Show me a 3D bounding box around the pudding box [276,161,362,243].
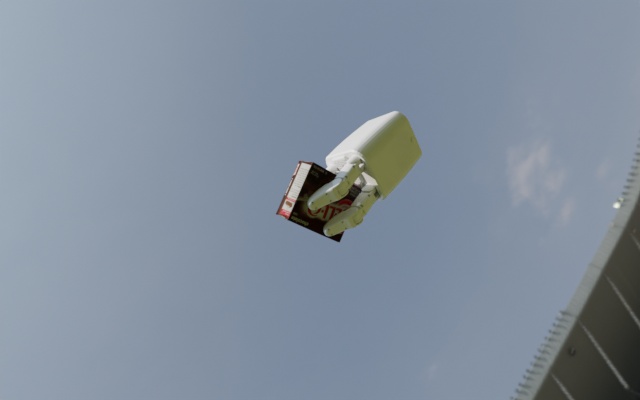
[{"bbox_3d":[0.000,0.002,0.707,0.113,0.090,0.039,26,-5,-38],"label":"pudding box"}]
